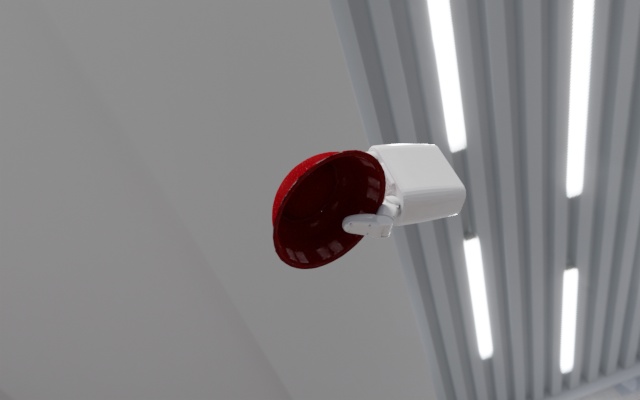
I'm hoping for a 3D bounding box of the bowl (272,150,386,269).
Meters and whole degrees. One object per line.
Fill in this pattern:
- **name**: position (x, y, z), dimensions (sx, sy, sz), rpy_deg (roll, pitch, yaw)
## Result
- **bowl**: position (-0.001, 0.002, 0.571), dimensions (0.162, 0.162, 0.055), rpy_deg (0, 31, -42)
